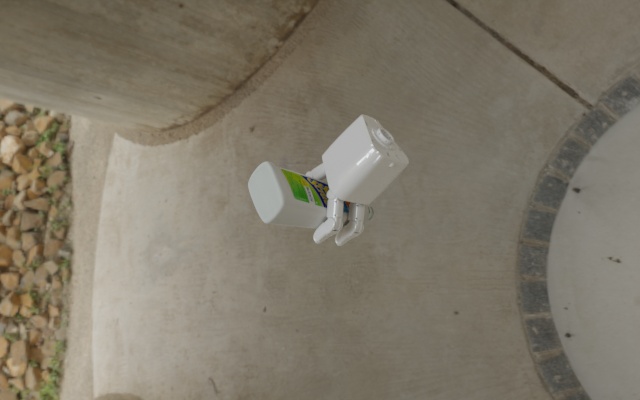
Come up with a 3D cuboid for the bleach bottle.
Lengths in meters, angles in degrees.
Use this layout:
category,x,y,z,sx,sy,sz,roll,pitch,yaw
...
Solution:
category,x,y,z,sx,sy,sz,roll,pitch,yaw
bleach bottle,0.000,0.003,0.838,0.251,0.102,0.068,10,-45,-44
